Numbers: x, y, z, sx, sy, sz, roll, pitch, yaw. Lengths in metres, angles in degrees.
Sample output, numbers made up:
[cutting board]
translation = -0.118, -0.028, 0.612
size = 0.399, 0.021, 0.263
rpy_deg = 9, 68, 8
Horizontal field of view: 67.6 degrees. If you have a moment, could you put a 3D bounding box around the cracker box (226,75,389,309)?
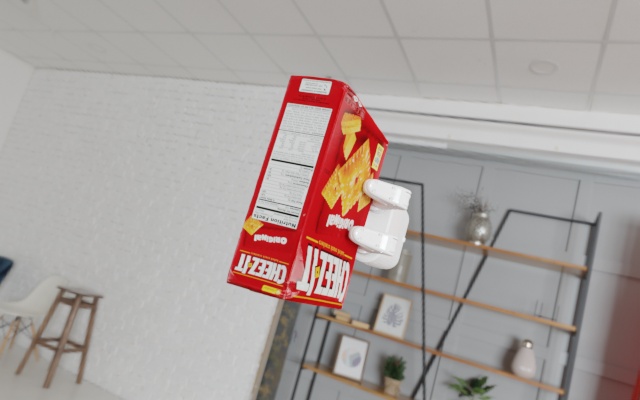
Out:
[cracker box]
translation = 0.000, 0.001, 0.512
size = 0.072, 0.213, 0.164
rpy_deg = 12, -10, 25
